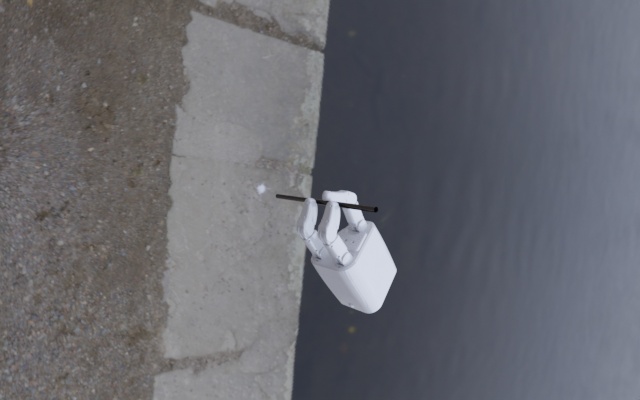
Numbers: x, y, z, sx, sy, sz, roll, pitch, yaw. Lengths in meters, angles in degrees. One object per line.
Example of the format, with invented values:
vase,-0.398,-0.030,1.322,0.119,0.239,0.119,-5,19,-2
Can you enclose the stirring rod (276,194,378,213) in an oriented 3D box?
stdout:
stirring rod,0.000,0.002,0.740,0.011,0.011,0.239,0,5,-39
